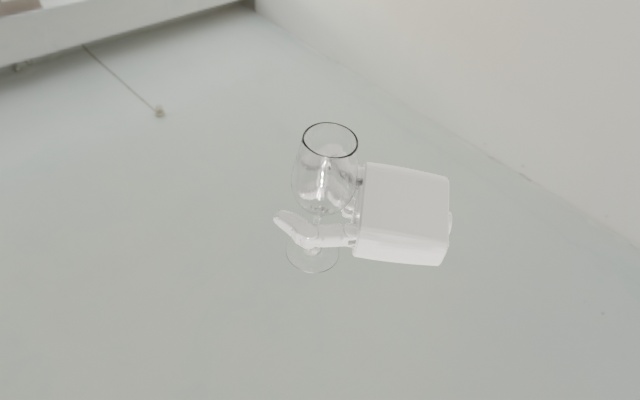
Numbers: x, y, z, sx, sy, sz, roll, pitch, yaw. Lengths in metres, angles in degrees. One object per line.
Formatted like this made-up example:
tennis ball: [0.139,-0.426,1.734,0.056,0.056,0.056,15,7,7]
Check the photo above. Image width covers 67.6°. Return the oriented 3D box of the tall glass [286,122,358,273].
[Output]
tall glass: [0.000,0.002,0.589,0.079,0.079,0.201,0,-43,-8]
